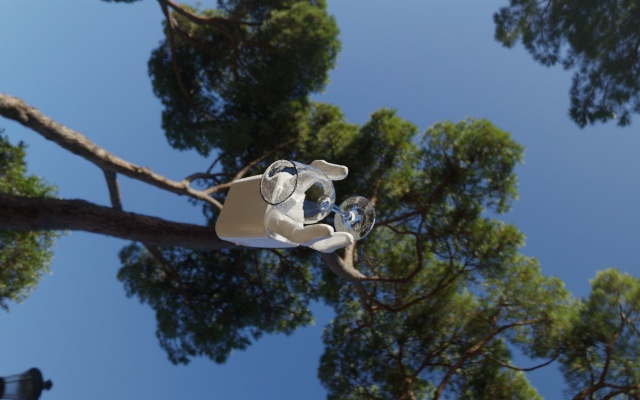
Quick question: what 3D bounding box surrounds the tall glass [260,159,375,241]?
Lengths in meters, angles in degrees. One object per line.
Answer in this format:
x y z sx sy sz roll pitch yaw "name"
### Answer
0.001 0.002 0.685 0.079 0.079 0.201 0 -16 34 "tall glass"
